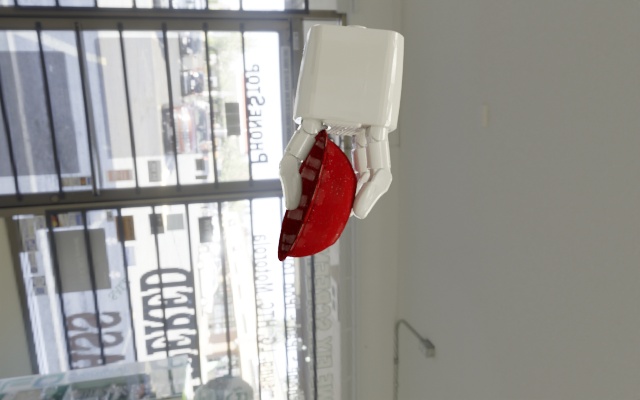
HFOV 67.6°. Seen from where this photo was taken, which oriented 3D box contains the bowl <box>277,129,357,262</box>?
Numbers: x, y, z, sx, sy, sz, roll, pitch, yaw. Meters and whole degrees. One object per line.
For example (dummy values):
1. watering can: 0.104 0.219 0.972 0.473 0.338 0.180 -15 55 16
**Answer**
1. bowl: 0.000 0.003 0.561 0.055 0.162 0.162 19 -4 -11
